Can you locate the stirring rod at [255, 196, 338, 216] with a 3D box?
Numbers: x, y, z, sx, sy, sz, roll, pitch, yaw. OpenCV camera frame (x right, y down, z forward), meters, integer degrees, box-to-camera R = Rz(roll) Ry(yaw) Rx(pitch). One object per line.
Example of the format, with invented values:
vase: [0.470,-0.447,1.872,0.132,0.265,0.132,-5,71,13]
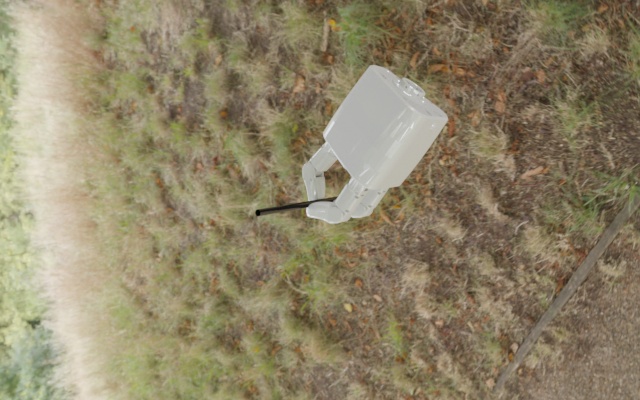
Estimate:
stirring rod: [0.000,0.002,0.632,0.011,0.011,0.239,0,6,36]
